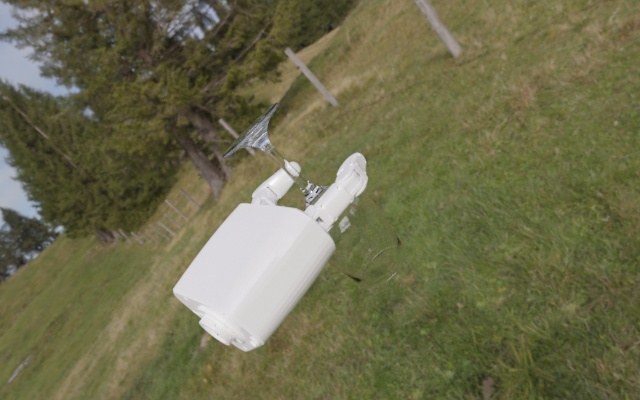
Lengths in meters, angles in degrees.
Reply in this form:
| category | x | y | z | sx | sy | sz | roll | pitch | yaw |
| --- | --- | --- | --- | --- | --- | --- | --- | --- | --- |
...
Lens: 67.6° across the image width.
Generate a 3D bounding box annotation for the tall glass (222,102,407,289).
| category | x | y | z | sx | sy | sz | roll | pitch | yaw |
| --- | --- | --- | --- | --- | --- | --- | --- | --- | --- |
| tall glass | 0.000 | 0.001 | 0.479 | 0.201 | 0.079 | 0.079 | 45 | -16 | -16 |
